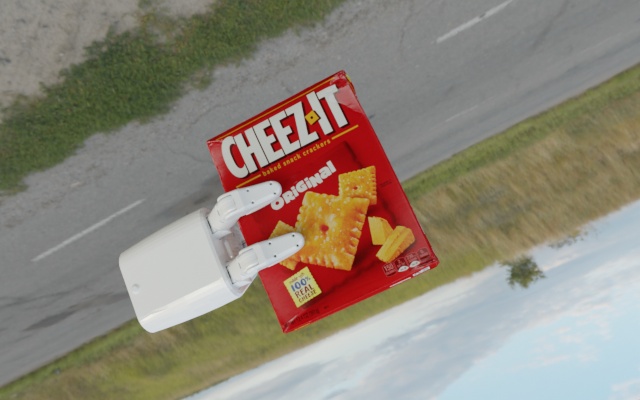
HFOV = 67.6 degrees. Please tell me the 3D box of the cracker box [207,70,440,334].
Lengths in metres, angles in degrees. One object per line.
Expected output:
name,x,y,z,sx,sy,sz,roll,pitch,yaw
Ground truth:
cracker box,0.000,0.002,0.488,0.164,0.213,0.072,-26,-12,8
